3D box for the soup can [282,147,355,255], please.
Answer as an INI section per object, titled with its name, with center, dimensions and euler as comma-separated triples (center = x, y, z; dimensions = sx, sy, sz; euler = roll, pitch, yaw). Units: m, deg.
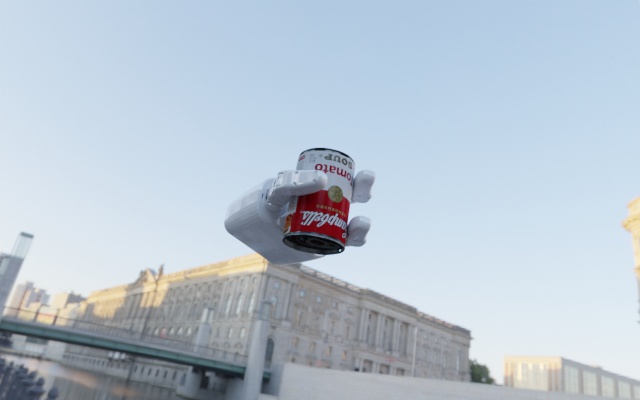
[soup can]
center = 0.000, 0.001, 0.527
dimensions = 0.068, 0.102, 0.068
euler = 8, -22, 3
